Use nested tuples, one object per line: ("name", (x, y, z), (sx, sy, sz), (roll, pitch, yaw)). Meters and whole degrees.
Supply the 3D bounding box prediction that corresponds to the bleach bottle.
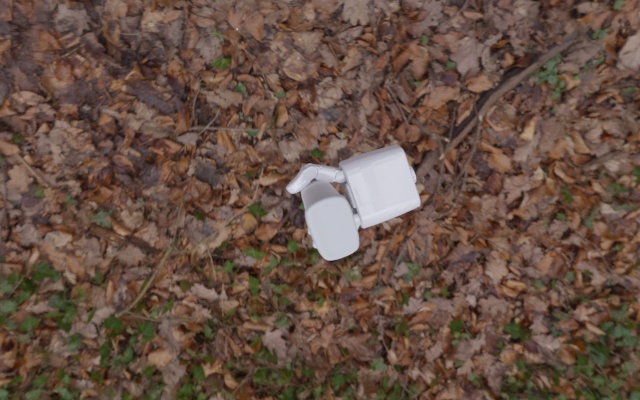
("bleach bottle", (0.000, 0.003, 0.804), (0.068, 0.103, 0.250), (-20, 22, -2))
